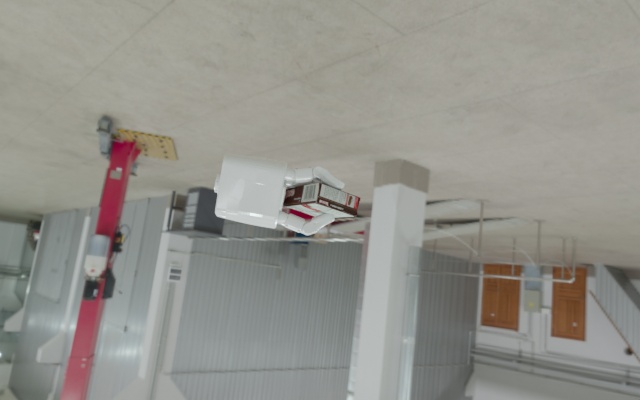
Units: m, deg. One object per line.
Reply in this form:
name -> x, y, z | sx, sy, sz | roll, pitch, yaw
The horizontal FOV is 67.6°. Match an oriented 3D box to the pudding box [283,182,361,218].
pudding box -> 0.000, 0.003, 0.840 | 0.090, 0.039, 0.113 | 18, -12, -31
